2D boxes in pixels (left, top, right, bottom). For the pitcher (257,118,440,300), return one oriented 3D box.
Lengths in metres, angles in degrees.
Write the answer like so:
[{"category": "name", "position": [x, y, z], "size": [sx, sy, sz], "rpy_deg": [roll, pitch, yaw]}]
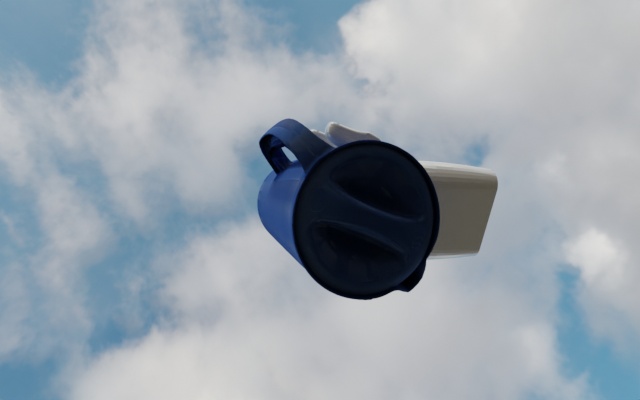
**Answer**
[{"category": "pitcher", "position": [0.000, 0.002, 0.500], "size": [0.145, 0.149, 0.243], "rpy_deg": [2, 3, -18]}]
